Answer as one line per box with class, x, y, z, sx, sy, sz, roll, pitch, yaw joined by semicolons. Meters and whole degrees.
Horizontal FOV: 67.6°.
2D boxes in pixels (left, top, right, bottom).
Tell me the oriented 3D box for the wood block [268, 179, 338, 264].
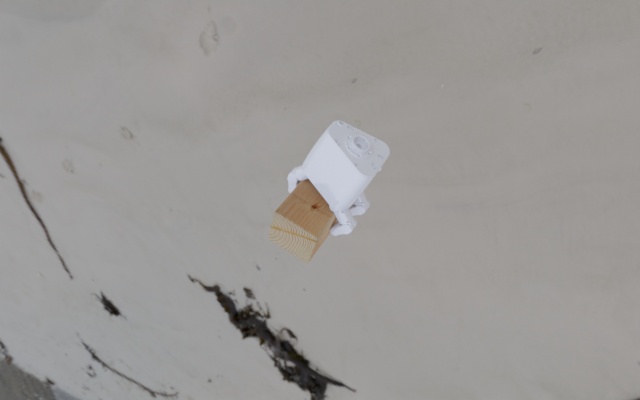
wood block;0.000;0.003;0.894;0.091;0.206;0.090;32;-39;9
